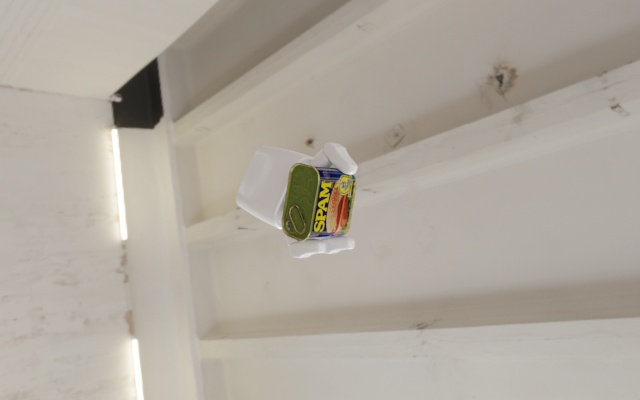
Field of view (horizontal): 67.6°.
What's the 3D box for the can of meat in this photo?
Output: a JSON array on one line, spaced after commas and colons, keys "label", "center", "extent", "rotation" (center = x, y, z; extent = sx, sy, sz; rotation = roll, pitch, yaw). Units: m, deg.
[{"label": "can of meat", "center": [0.000, 0.002, 0.662], "extent": [0.057, 0.102, 0.084], "rotation": [18, 12, 42]}]
